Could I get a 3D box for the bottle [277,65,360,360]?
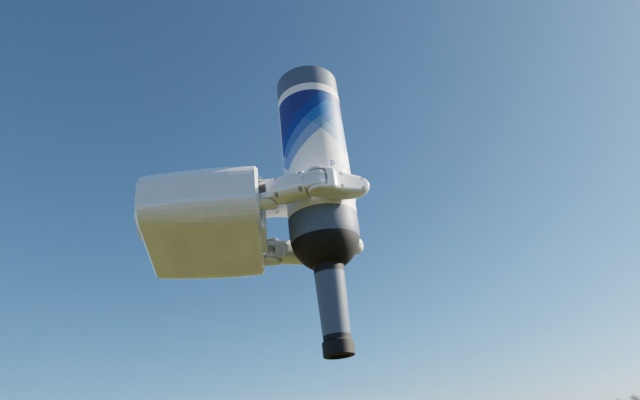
[{"bbox_3d":[0.000,0.001,0.468,0.069,0.295,0.069,-5,-27,-3],"label":"bottle"}]
